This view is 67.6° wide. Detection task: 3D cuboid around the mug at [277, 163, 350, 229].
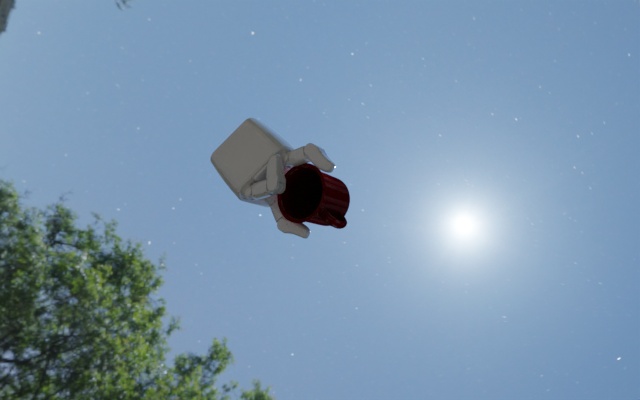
[{"bbox_3d":[0.001,0.003,0.744,0.081,0.093,0.117,17,22,-52],"label":"mug"}]
